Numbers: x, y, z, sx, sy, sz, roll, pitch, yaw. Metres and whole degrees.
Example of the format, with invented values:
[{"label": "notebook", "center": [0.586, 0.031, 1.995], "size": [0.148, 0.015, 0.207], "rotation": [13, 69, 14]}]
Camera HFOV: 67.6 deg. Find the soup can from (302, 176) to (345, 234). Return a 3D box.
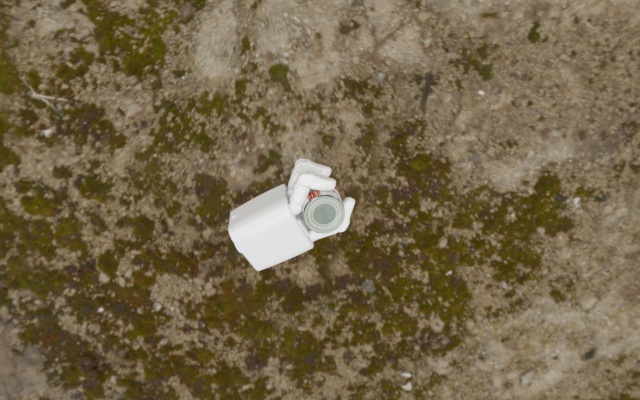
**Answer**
[{"label": "soup can", "center": [0.001, 0.003, 0.784], "size": [0.068, 0.068, 0.102], "rotation": [0, 23, -7]}]
